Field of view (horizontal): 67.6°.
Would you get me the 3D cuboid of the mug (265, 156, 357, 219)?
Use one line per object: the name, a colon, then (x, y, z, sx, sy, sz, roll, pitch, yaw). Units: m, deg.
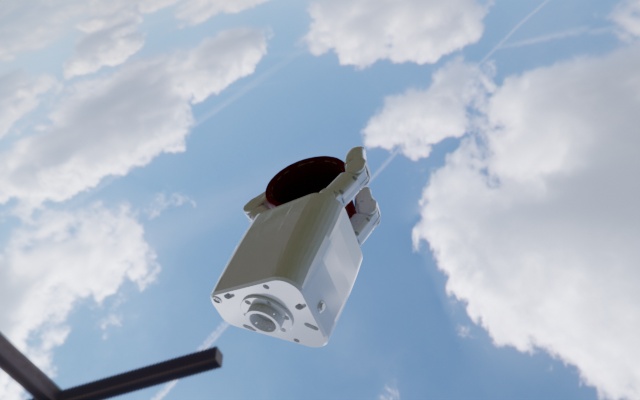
mug: (0.001, 0.001, 0.542, 0.093, 0.081, 0.117, -1, 38, 27)
